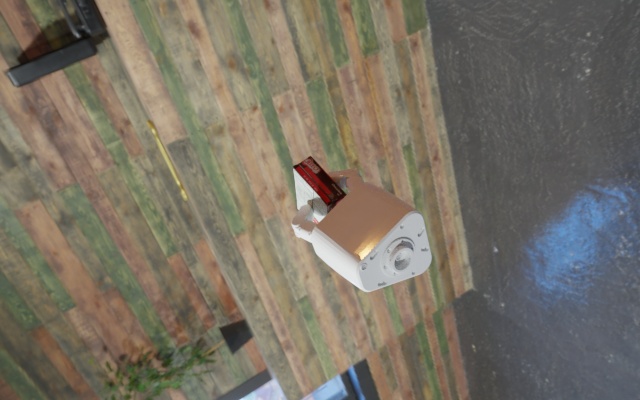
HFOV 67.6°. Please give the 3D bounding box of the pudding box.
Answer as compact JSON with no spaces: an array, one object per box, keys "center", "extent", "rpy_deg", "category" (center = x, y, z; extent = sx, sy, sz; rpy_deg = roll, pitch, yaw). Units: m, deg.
[{"center":[0.000,0.002,0.711],"extent":[0.039,0.090,0.114],"rpy_deg":[-29,-30,-19],"category":"pudding box"}]
